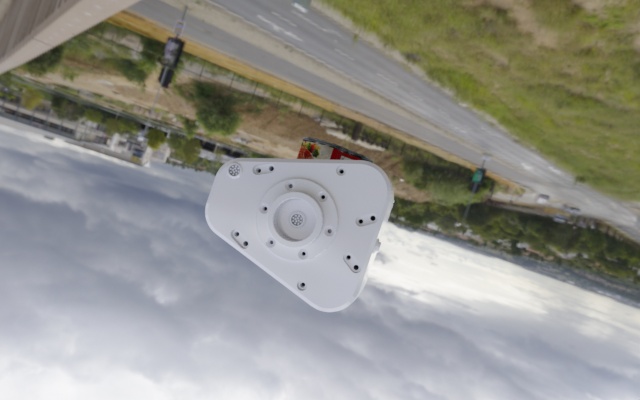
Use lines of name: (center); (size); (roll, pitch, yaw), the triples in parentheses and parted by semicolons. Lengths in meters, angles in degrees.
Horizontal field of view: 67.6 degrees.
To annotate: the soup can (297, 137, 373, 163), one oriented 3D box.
soup can: (0.000, 0.002, 0.439); (0.068, 0.102, 0.068); (19, 0, 0)
